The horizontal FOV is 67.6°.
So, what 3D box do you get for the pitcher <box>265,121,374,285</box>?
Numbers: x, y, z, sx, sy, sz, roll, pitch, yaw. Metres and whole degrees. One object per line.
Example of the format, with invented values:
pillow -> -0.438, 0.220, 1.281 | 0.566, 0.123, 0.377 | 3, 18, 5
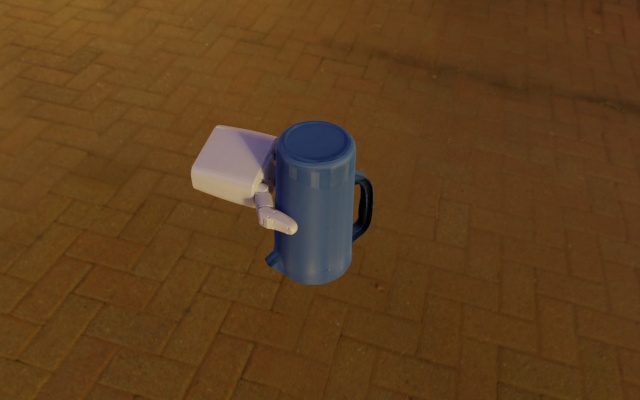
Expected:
pitcher -> 0.000, 0.002, 0.727 | 0.145, 0.243, 0.149 | 15, 46, 12
